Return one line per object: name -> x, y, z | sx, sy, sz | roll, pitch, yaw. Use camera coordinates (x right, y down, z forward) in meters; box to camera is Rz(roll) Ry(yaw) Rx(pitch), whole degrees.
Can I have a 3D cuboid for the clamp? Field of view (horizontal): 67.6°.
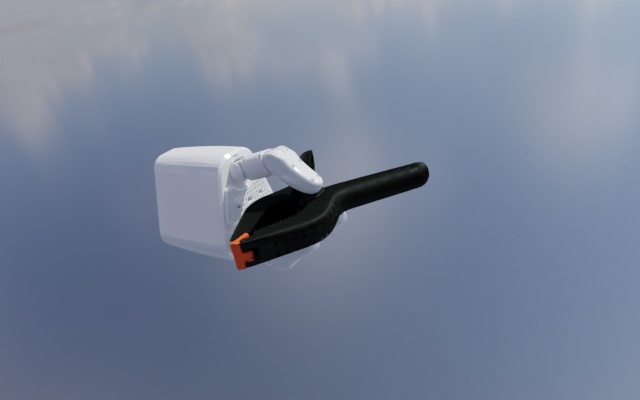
clamp -> -0.001, 0.001, 0.465 | 0.164, 0.036, 0.210 | 5, 30, 32
